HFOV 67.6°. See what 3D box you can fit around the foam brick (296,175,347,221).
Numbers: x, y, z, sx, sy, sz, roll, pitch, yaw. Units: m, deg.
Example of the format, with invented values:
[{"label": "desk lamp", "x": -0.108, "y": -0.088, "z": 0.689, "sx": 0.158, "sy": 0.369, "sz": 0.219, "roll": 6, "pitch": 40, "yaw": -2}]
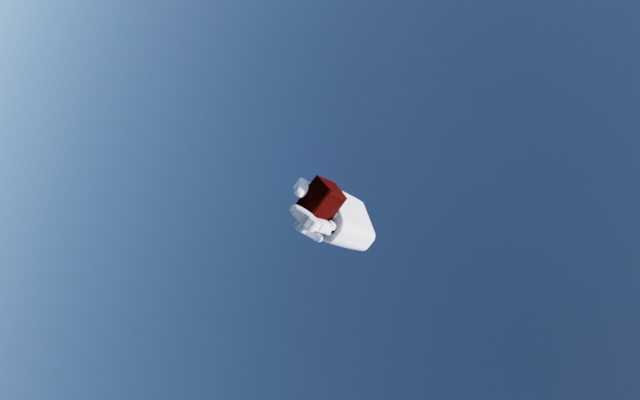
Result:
[{"label": "foam brick", "x": 0.000, "y": 0.003, "z": 0.877, "sx": 0.051, "sy": 0.078, "sz": 0.053, "roll": 21, "pitch": 23, "yaw": -42}]
